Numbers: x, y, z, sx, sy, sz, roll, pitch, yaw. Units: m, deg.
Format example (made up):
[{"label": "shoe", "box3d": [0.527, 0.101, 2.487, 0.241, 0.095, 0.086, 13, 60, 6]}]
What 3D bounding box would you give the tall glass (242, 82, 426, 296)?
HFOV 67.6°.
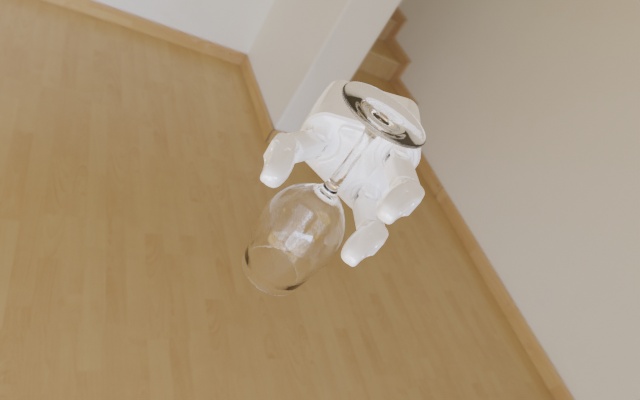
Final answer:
[{"label": "tall glass", "box3d": [0.000, 0.001, 0.411, 0.079, 0.079, 0.201, 0, -42, -41]}]
